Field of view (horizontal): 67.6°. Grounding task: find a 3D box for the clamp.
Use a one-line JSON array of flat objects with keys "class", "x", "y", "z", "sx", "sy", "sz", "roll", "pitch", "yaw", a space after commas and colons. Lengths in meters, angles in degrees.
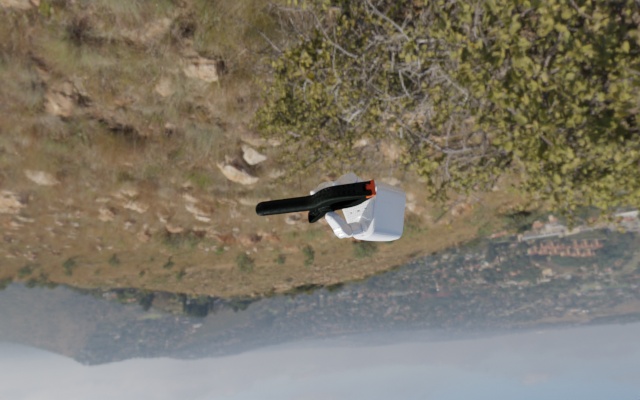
[{"class": "clamp", "x": 0.001, "y": 0.003, "z": 0.847, "sx": 0.210, "sy": 0.036, "sz": 0.164, "roll": -19, "pitch": -18, "yaw": 40}]
